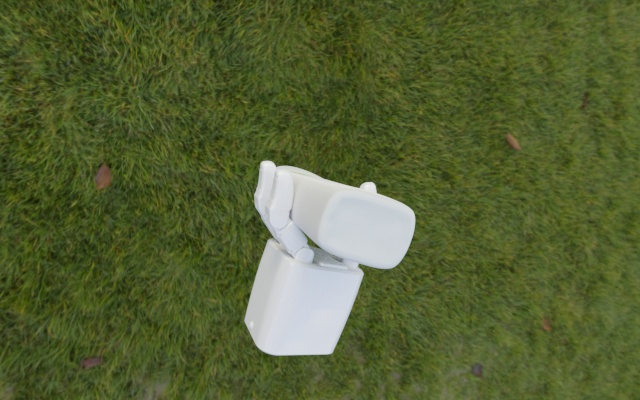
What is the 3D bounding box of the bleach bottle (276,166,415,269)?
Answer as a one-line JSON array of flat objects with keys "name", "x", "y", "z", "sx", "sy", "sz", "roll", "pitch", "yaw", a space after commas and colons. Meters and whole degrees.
[{"name": "bleach bottle", "x": 0.000, "y": 0.002, "z": 0.553, "sx": 0.102, "sy": 0.068, "sz": 0.250, "roll": 18, "pitch": 5, "yaw": -23}]
